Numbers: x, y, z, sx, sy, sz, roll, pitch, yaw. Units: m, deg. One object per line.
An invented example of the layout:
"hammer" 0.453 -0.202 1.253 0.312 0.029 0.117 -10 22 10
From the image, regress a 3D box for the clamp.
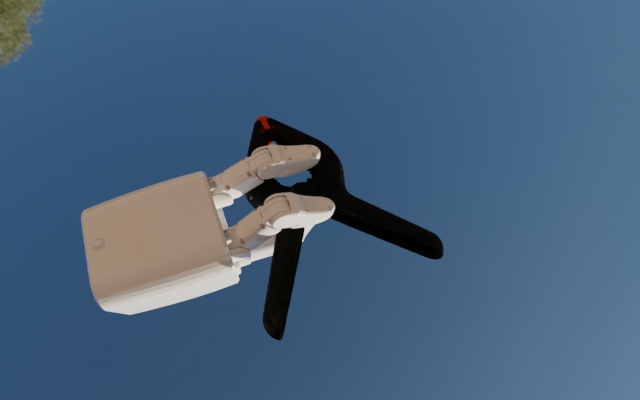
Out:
"clamp" 0.000 0.001 0.432 0.164 0.210 0.036 -17 -30 -13
